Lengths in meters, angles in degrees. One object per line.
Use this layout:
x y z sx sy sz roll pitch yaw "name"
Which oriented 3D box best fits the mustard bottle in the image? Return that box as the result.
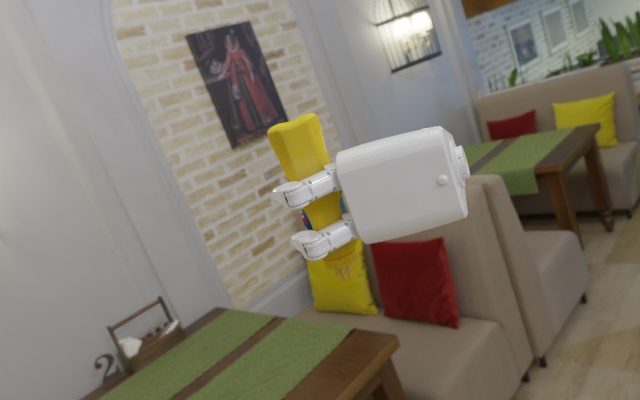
0.000 0.002 0.534 0.058 0.192 0.096 -21 13 -2 "mustard bottle"
